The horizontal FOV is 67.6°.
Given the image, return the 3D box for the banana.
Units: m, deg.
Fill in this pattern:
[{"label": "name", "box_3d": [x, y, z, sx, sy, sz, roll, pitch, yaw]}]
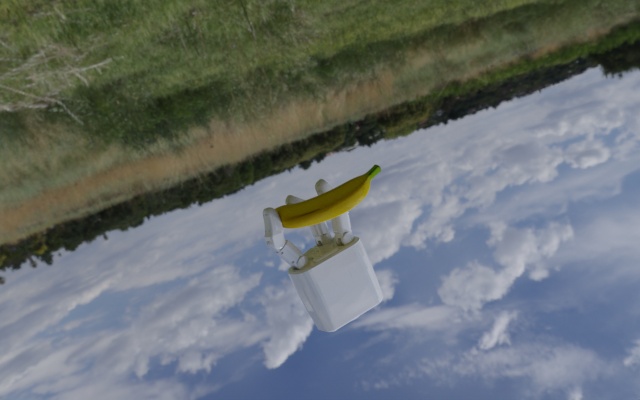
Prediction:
[{"label": "banana", "box_3d": [-0.005, 0.009, 0.663, 0.198, 0.037, 0.069, -21, 13, 33]}]
